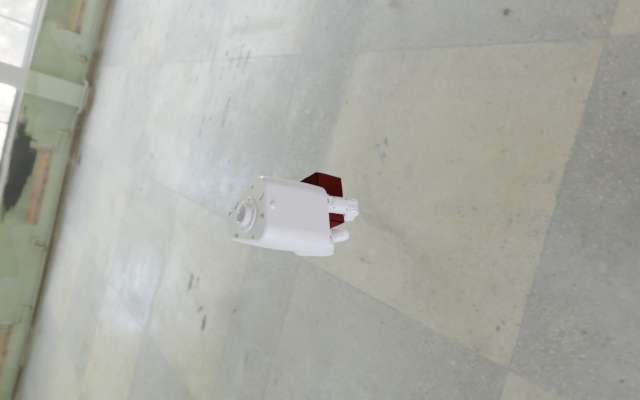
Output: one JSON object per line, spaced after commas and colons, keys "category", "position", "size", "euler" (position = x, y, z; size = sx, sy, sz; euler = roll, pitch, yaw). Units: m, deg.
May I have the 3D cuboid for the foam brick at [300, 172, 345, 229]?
{"category": "foam brick", "position": [0.000, 0.002, 0.745], "size": [0.051, 0.078, 0.053], "euler": [12, -26, -36]}
